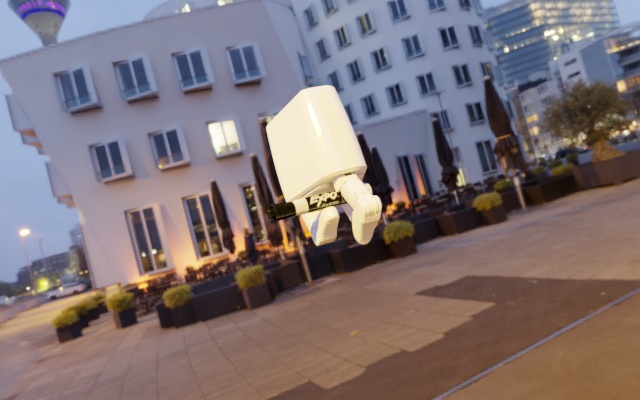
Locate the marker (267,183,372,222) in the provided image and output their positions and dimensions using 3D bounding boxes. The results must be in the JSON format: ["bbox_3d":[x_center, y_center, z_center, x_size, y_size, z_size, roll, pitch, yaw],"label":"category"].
[{"bbox_3d":[0.000,0.002,0.519,0.121,0.020,0.020,-13,5,-23],"label":"marker"}]
